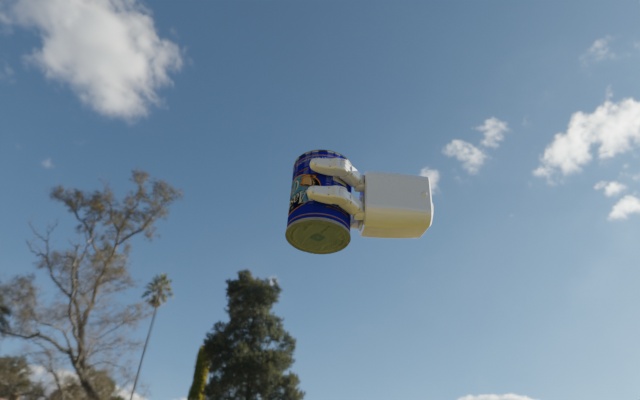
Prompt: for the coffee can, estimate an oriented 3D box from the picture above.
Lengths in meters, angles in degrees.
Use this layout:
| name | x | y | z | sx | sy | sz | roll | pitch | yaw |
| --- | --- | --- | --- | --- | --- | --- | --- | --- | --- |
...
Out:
| name | x | y | z | sx | sy | sz | roll | pitch | yaw |
| --- | --- | --- | --- | --- | --- | --- | --- | --- | --- |
| coffee can | 0.000 | 0.003 | 0.784 | 0.103 | 0.140 | 0.103 | 3 | -35 | 2 |
